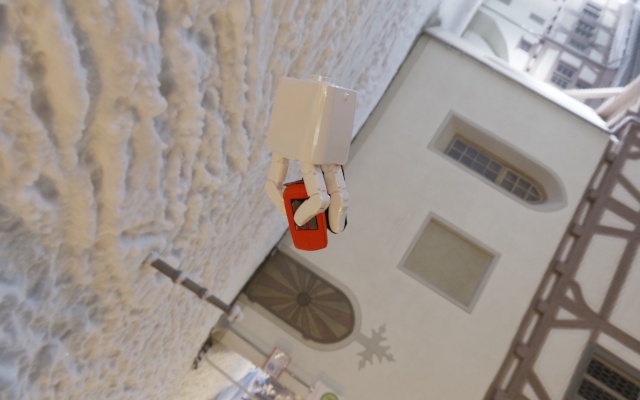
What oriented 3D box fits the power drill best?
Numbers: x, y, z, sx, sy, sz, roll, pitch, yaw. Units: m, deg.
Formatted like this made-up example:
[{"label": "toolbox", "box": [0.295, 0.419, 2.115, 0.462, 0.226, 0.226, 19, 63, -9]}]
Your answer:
[{"label": "power drill", "box": [0.000, 0.002, 0.763, 0.057, 0.184, 0.187, -6, 24, 15]}]
